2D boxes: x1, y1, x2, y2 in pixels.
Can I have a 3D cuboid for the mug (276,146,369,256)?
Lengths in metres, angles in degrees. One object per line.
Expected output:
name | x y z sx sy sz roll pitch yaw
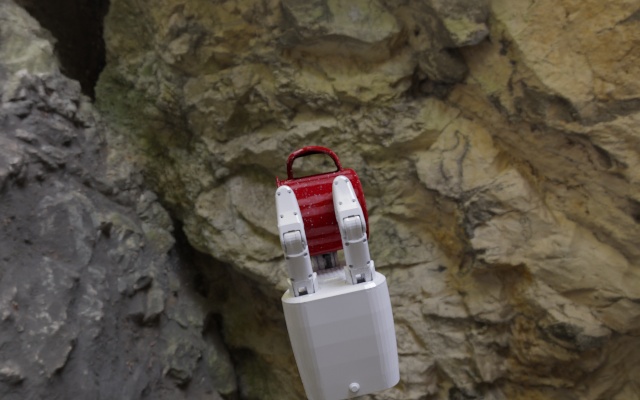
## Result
mug | 0.000 0.000 0.493 0.081 0.117 0.093 -11 9 -4
